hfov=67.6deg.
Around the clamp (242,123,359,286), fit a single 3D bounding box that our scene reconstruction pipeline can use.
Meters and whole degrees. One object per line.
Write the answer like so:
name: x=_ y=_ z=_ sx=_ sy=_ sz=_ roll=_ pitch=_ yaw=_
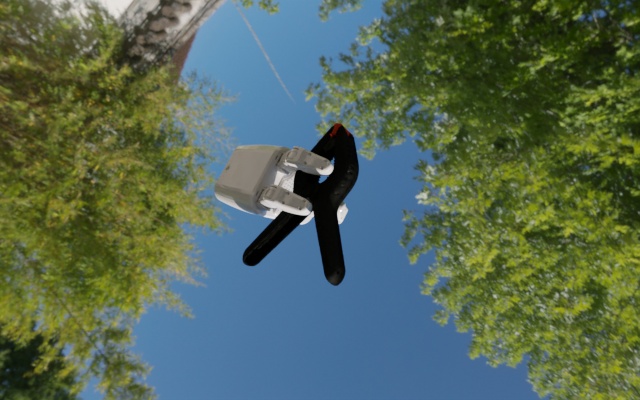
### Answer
clamp: x=0.001 y=0.002 z=0.578 sx=0.164 sy=0.210 sz=0.036 roll=13 pitch=-18 yaw=46
